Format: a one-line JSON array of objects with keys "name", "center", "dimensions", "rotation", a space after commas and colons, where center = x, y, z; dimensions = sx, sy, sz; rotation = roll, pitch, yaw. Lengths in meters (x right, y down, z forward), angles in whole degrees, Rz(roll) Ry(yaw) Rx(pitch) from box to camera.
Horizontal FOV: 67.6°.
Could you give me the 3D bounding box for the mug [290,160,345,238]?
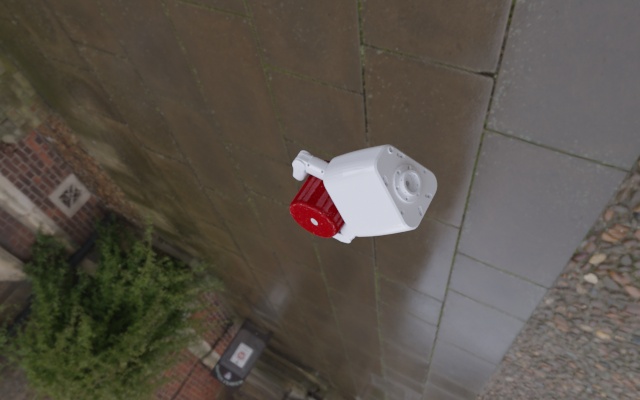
[{"name": "mug", "center": [-0.001, 0.003, 0.722], "dimensions": [0.093, 0.081, 0.117], "rotation": [45, -29, -22]}]
